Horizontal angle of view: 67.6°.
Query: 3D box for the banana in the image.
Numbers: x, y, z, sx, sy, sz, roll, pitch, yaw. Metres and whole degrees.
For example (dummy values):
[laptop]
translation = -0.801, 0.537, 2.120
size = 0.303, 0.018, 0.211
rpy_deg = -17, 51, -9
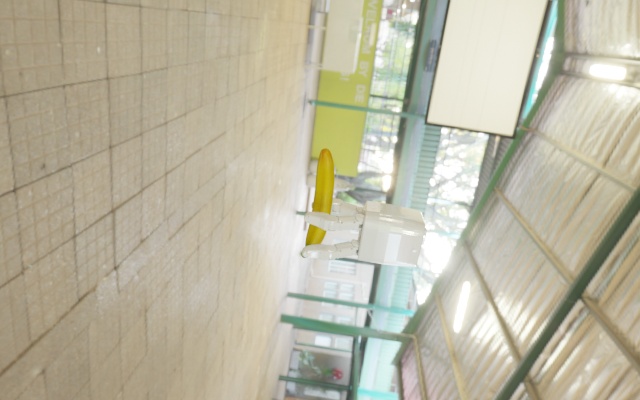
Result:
[banana]
translation = 0.002, 0.004, 0.866
size = 0.037, 0.198, 0.069
rpy_deg = 10, 7, 6
